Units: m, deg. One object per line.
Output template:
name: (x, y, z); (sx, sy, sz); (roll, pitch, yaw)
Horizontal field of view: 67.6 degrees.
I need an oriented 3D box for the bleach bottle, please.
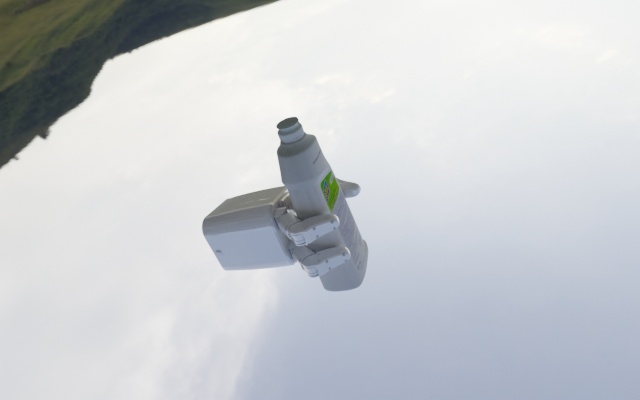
bleach bottle: (0.000, 0.002, 0.633); (0.068, 0.251, 0.102); (-9, 35, 17)
